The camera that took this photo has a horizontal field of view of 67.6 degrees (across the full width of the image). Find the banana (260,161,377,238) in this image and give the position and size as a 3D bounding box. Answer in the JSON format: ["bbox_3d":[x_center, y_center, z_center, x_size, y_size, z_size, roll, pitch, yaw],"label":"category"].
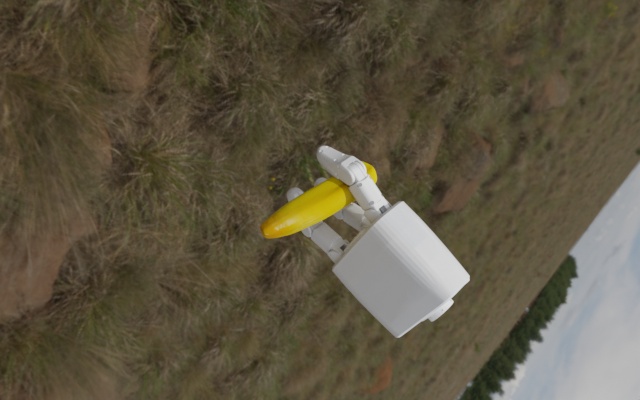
[{"bbox_3d":[0.015,-0.007,0.531,0.070,0.037,0.197,-30,1,38],"label":"banana"}]
